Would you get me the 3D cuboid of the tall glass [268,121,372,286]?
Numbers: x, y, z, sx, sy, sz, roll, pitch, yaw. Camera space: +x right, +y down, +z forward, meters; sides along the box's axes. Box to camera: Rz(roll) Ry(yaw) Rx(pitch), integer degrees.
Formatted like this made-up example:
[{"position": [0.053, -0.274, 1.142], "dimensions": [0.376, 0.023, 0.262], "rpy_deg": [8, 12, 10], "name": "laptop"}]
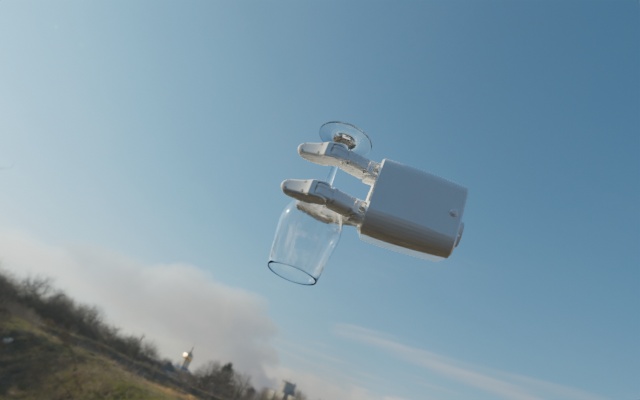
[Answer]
[{"position": [0.000, 0.001, 0.596], "dimensions": [0.079, 0.201, 0.079], "rpy_deg": [18, -25, 9], "name": "tall glass"}]
